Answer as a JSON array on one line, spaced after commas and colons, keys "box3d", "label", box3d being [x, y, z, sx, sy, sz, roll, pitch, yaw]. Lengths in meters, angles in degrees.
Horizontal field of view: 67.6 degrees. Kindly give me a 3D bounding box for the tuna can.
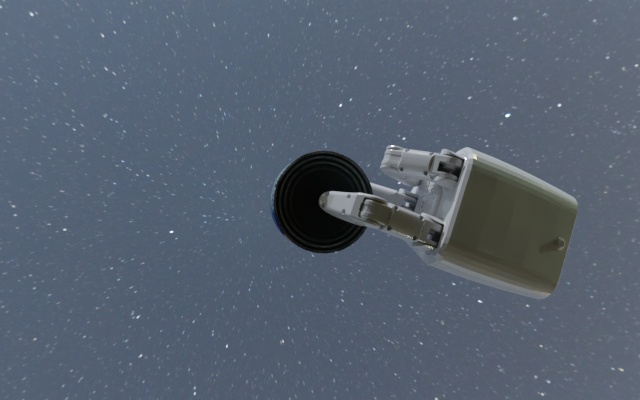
[{"box3d": [0.000, 0.001, 0.413, 0.086, 0.086, 0.034, 0, 0, -13], "label": "tuna can"}]
